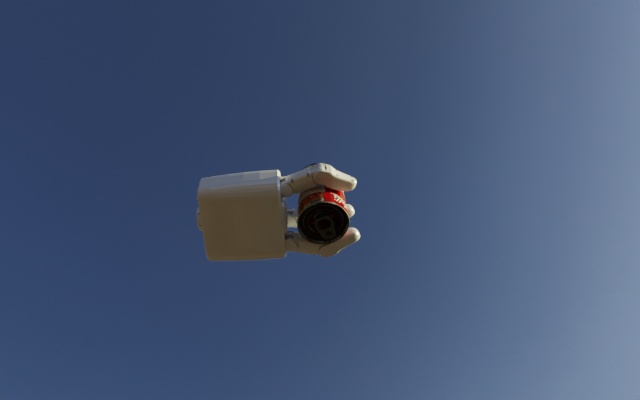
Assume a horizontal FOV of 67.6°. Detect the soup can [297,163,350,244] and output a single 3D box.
[{"bbox_3d":[0.001,0.002,0.653,0.068,0.068,0.102,0,34,-5],"label":"soup can"}]
